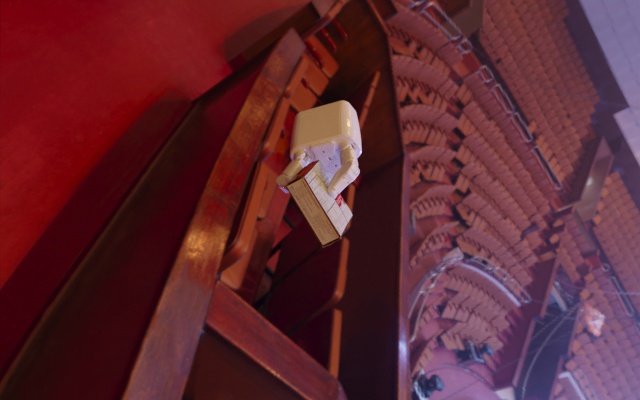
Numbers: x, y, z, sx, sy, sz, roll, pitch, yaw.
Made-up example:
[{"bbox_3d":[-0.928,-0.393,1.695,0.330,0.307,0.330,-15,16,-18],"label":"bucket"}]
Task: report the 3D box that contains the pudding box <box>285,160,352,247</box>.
[{"bbox_3d":[0.000,0.002,0.736,0.039,0.113,0.090,-28,11,25],"label":"pudding box"}]
